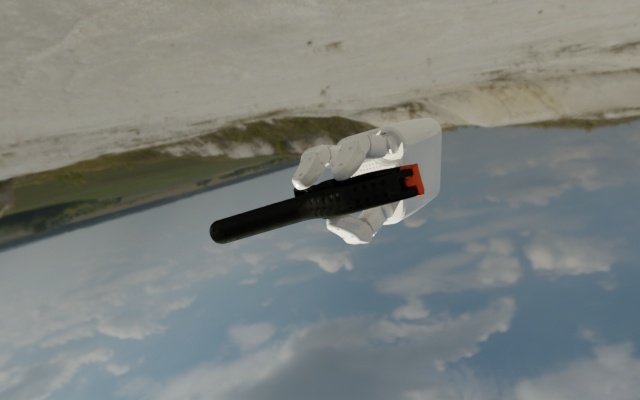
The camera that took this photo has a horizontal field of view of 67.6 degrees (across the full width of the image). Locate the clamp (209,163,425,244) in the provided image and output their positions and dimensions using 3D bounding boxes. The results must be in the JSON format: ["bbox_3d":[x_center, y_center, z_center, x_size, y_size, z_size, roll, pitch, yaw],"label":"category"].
[{"bbox_3d":[0.001,0.002,0.483,0.210,0.036,0.164,-10,10,41],"label":"clamp"}]
